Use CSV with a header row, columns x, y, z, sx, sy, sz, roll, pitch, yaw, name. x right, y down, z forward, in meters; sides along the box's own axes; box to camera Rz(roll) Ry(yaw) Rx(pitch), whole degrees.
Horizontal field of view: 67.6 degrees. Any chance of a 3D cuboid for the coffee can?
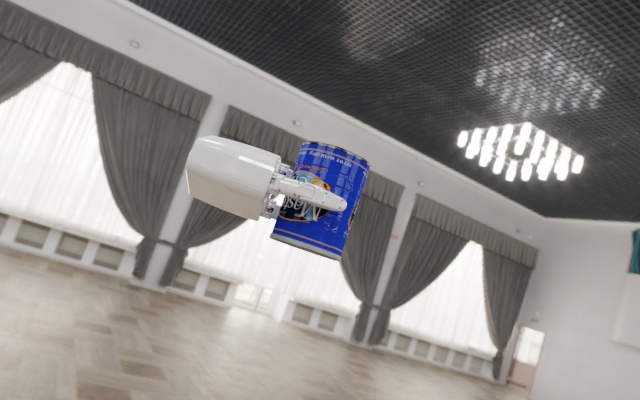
x,y,z,sx,sy,sz,roll,pitch,yaw,name
0.000,0.002,0.663,0.103,0.140,0.103,18,-8,3,coffee can
